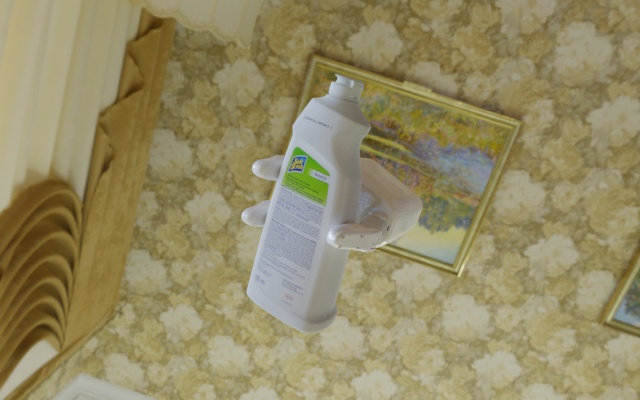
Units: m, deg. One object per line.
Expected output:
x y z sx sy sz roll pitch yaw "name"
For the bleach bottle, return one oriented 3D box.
0.000 0.002 0.488 0.102 0.251 0.068 25 18 25 "bleach bottle"
